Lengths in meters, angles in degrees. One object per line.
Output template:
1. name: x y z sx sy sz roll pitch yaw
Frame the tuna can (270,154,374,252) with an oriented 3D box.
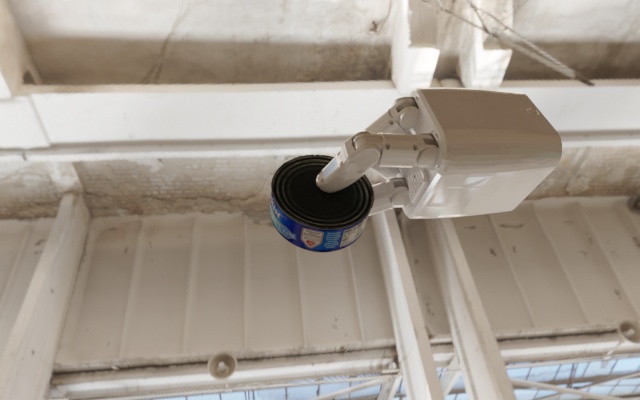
1. tuna can: 0.000 0.002 0.405 0.086 0.086 0.034 0 -43 -11
